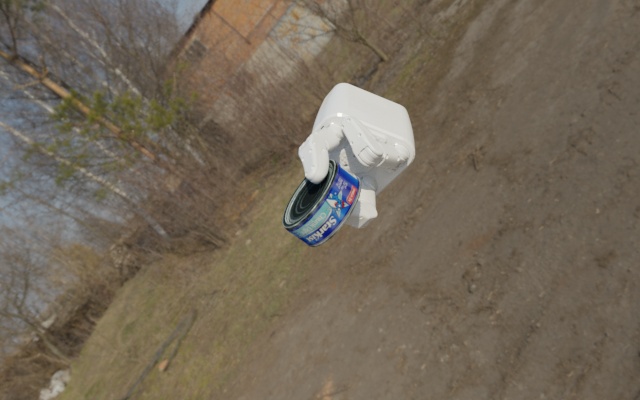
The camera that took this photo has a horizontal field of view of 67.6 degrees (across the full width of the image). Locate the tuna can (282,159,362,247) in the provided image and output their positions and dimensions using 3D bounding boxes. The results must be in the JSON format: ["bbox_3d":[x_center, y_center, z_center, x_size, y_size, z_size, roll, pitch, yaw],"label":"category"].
[{"bbox_3d":[0.000,0.001,0.477,0.034,0.086,0.086,36,-14,-20],"label":"tuna can"}]
